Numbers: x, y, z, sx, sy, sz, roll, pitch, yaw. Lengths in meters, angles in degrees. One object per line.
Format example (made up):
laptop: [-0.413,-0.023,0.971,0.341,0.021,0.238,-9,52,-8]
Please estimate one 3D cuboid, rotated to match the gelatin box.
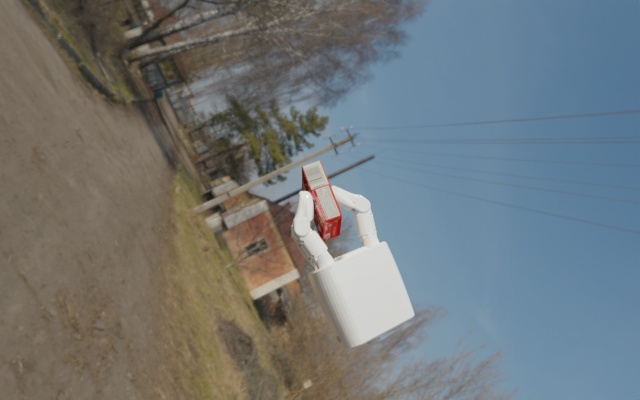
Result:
gelatin box: [0.000,0.002,0.650,0.030,0.089,0.073,-18,-21,-9]
